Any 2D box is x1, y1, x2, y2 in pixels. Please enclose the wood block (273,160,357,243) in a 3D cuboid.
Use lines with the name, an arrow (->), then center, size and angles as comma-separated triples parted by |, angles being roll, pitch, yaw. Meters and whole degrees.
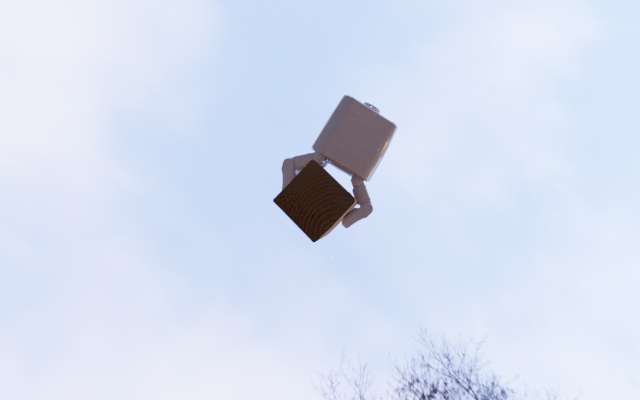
wood block -> 0.001, 0.003, 0.792 | 0.091, 0.090, 0.206 | 44, 3, 5
